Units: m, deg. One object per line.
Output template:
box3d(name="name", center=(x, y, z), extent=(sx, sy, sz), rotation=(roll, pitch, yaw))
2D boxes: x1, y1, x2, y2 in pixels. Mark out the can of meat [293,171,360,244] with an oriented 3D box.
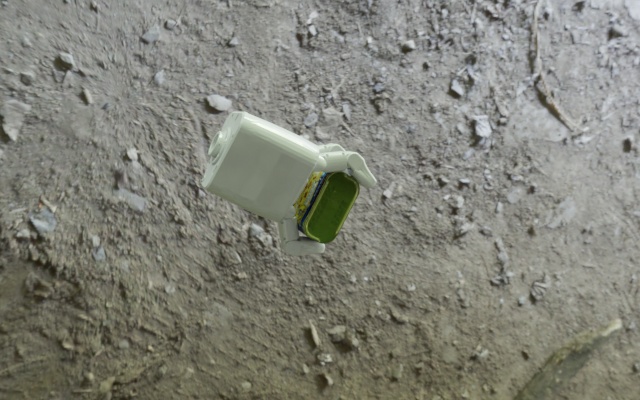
box3d(name="can of meat", center=(0.000, 0.002, 0.652), extent=(0.057, 0.102, 0.084), rotation=(27, 0, -25))
